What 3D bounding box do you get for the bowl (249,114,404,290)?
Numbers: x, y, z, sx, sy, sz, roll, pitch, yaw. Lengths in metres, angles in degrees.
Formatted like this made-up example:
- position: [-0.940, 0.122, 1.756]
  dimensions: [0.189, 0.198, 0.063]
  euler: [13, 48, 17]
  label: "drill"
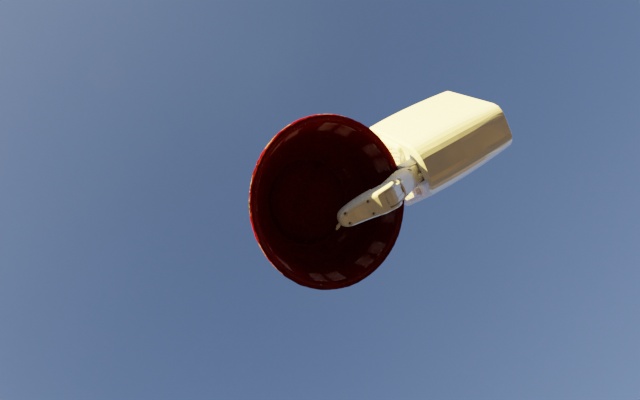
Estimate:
- position: [-0.001, 0.002, 0.459]
  dimensions: [0.162, 0.162, 0.055]
  euler: [0, 0, -28]
  label: "bowl"
